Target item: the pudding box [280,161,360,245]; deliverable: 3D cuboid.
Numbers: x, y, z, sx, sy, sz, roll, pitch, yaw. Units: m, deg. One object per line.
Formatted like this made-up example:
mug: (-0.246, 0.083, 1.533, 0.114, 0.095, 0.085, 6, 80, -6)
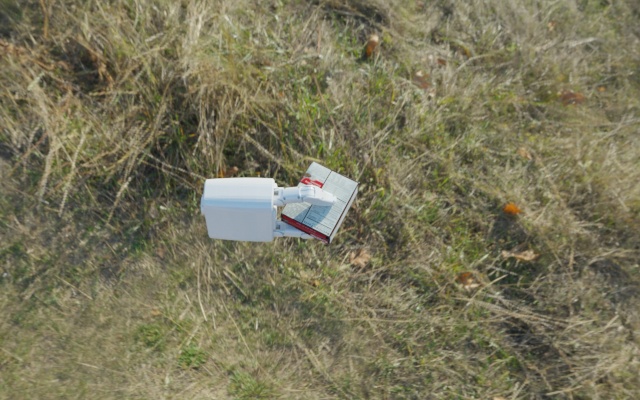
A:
pudding box: (0.000, 0.002, 0.774, 0.090, 0.113, 0.039, 27, -21, 9)
